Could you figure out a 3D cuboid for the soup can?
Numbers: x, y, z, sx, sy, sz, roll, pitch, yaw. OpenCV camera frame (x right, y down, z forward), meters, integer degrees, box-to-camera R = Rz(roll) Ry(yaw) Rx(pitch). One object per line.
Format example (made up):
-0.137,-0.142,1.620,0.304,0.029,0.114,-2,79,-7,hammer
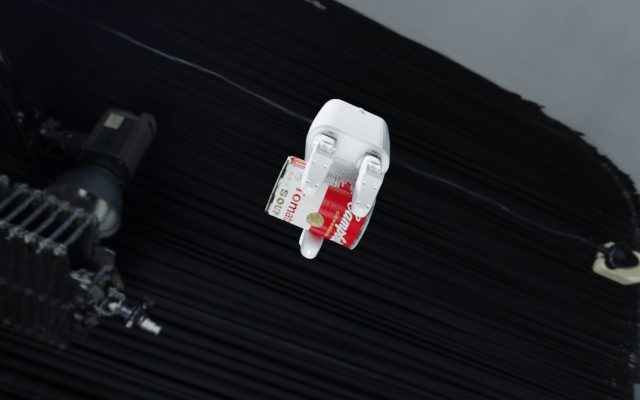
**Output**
0.000,0.002,0.515,0.102,0.068,0.068,23,-2,-4,soup can
